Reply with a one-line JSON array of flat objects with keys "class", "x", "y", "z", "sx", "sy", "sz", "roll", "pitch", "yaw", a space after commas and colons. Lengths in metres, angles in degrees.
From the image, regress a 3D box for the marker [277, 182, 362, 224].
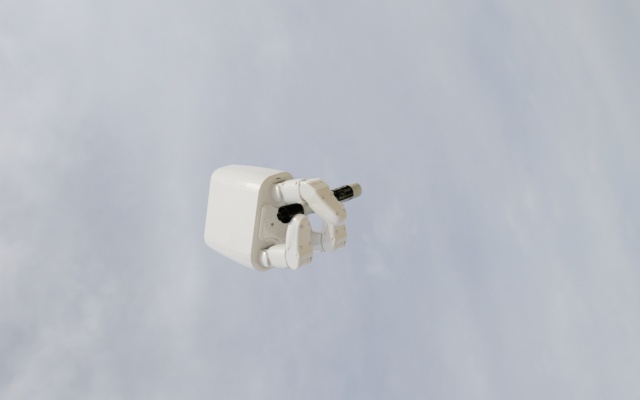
[{"class": "marker", "x": 0.000, "y": 0.002, "z": 0.527, "sx": 0.121, "sy": 0.020, "sz": 0.020, "roll": -20, "pitch": 13, "yaw": -42}]
